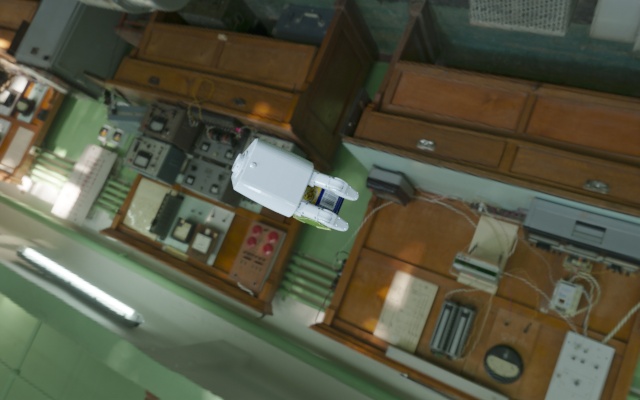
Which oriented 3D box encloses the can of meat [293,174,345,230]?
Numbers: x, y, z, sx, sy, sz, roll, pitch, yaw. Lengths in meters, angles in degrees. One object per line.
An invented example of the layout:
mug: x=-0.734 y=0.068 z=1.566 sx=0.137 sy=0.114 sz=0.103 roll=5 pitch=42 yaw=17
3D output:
can of meat: x=0.000 y=0.003 z=0.847 sx=0.057 sy=0.084 sz=0.102 roll=26 pitch=-9 yaw=-20
